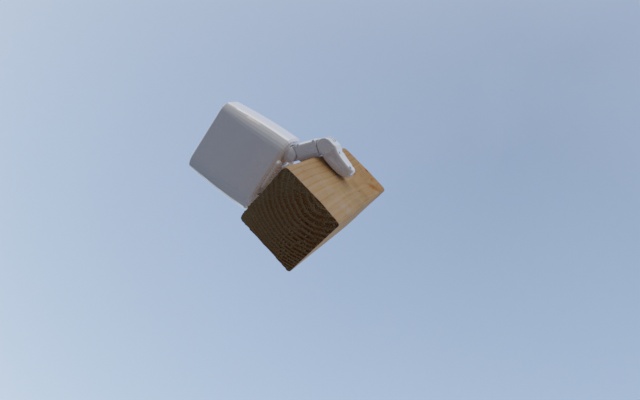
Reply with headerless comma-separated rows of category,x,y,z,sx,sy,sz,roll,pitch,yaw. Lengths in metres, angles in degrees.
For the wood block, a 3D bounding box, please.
wood block,0.000,0.002,0.626,0.091,0.090,0.206,-46,-6,24
